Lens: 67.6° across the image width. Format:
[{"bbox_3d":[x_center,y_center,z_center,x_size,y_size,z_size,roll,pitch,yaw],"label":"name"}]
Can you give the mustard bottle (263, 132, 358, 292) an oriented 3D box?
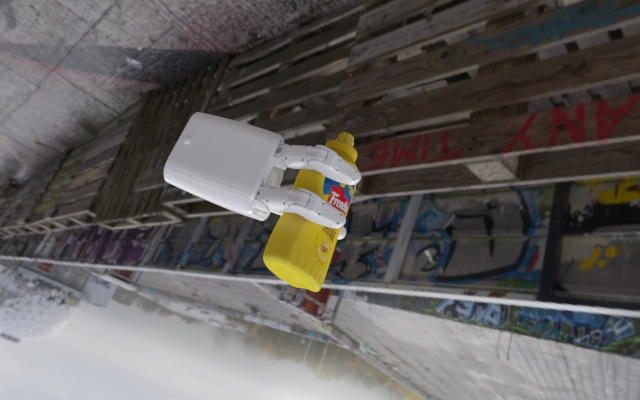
[{"bbox_3d":[0.000,0.002,0.556,0.058,0.191,0.096,8,-26,29],"label":"mustard bottle"}]
